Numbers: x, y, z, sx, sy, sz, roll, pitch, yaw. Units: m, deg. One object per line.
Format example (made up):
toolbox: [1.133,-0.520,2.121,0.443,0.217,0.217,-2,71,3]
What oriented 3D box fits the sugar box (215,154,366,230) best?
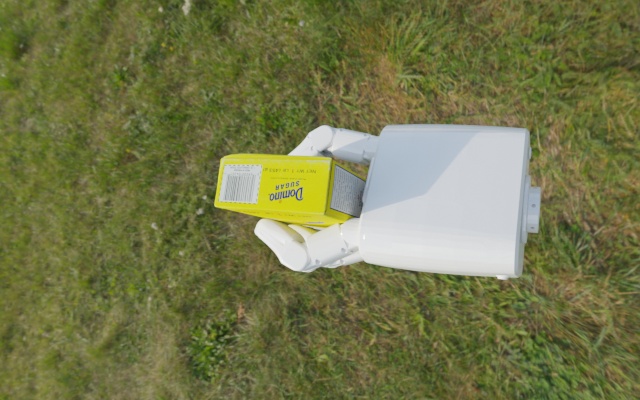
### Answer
sugar box: [0.000,0.002,0.410,0.093,0.048,0.176,4,-9,26]
